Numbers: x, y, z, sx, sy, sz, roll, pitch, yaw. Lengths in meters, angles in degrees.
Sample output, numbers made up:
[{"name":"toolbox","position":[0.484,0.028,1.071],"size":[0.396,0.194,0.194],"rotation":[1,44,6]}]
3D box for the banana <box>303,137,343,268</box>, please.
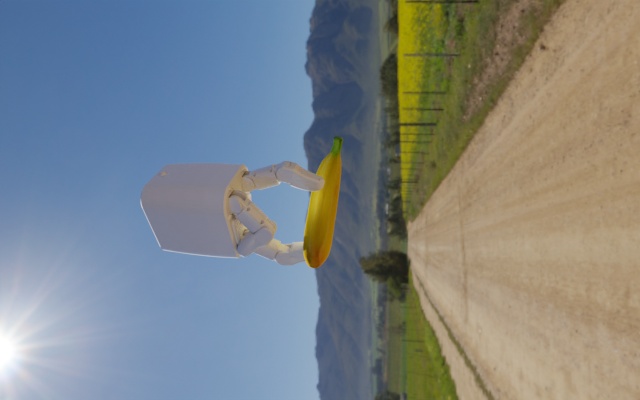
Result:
[{"name":"banana","position":[0.001,0.010,0.608],"size":[0.037,0.197,0.070],"rotation":[4,-36,6]}]
